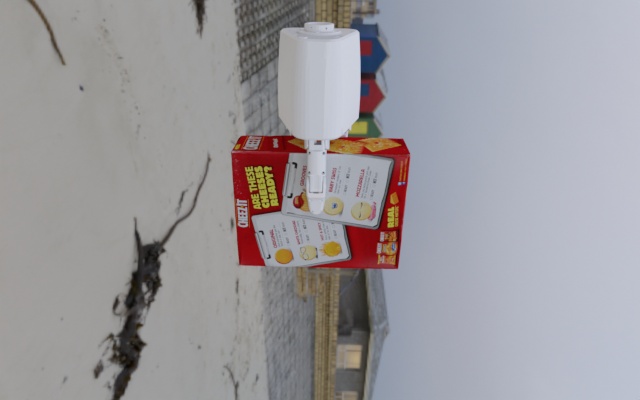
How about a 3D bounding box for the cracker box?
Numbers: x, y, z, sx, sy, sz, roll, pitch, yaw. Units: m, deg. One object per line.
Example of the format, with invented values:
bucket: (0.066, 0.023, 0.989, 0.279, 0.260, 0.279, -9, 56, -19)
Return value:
cracker box: (0.000, 0.002, 0.623, 0.214, 0.164, 0.072, 1, 25, 1)
